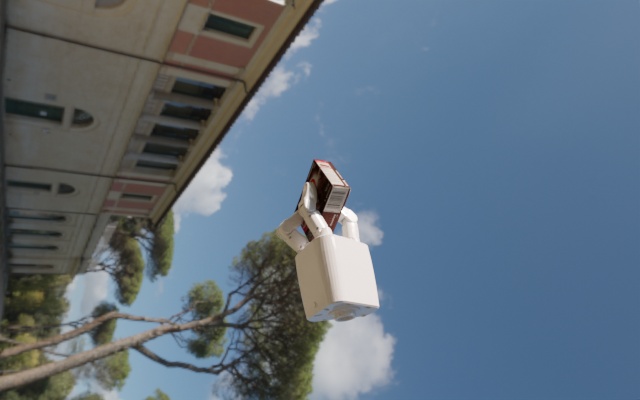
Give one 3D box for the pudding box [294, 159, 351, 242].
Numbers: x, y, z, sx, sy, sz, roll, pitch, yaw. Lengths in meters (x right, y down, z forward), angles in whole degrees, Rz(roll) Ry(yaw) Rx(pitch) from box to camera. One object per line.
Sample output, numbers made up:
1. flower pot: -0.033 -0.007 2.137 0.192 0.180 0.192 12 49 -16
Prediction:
1. pudding box: 0.000 0.003 0.783 0.039 0.113 0.090 8 28 -29
